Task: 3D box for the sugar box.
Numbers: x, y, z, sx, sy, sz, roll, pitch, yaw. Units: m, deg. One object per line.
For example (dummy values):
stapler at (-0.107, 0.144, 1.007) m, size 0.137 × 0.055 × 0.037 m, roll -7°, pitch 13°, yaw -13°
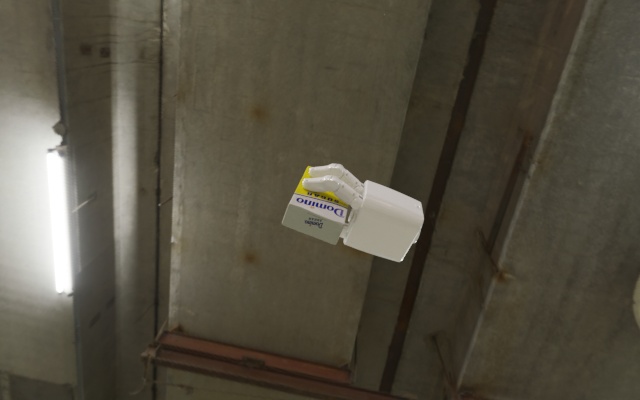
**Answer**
sugar box at (0.000, 0.002, 0.807) m, size 0.093 × 0.048 × 0.176 m, roll 21°, pitch 22°, yaw -1°
